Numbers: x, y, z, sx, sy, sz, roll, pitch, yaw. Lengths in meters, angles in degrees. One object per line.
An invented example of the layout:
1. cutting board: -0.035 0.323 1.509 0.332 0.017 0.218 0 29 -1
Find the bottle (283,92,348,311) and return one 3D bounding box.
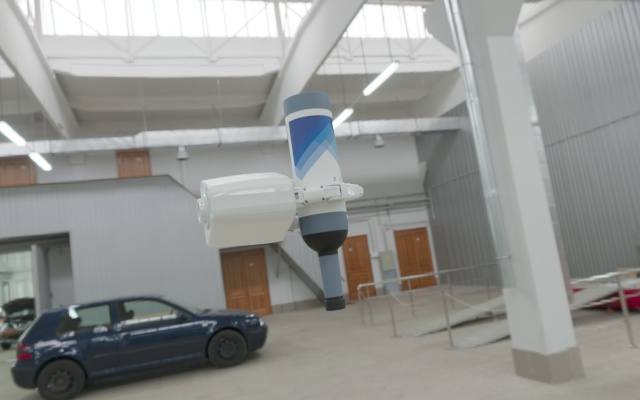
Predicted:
1. bottle: 0.000 0.002 0.660 0.069 0.295 0.069 -8 -7 -1
